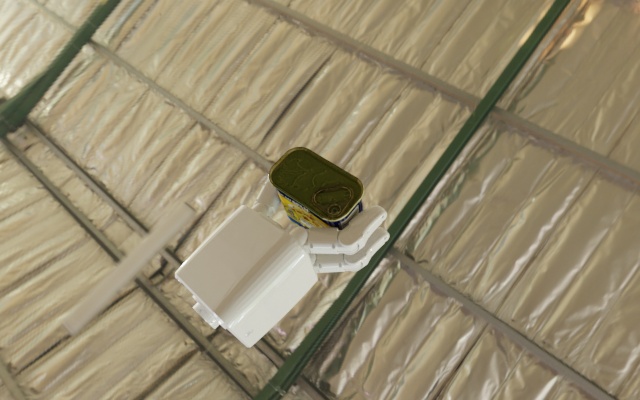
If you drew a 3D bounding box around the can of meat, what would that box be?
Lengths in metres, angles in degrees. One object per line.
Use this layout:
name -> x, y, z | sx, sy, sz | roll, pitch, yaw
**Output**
can of meat -> 0.000, 0.002, 0.523 | 0.102, 0.057, 0.084 | 32, -21, 25
